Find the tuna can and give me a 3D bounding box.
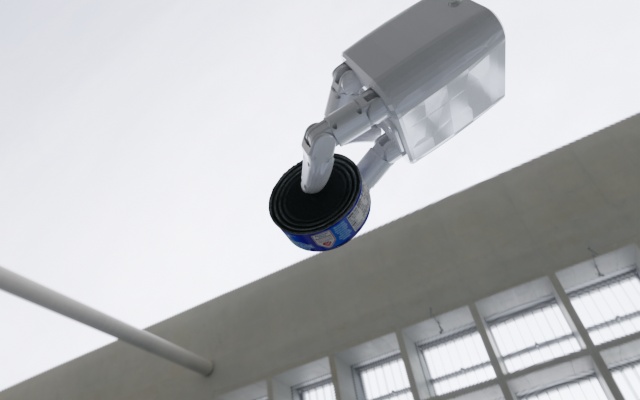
[{"bbox_3d":[0.000,0.002,0.417,0.086,0.086,0.034,0,-36,29],"label":"tuna can"}]
